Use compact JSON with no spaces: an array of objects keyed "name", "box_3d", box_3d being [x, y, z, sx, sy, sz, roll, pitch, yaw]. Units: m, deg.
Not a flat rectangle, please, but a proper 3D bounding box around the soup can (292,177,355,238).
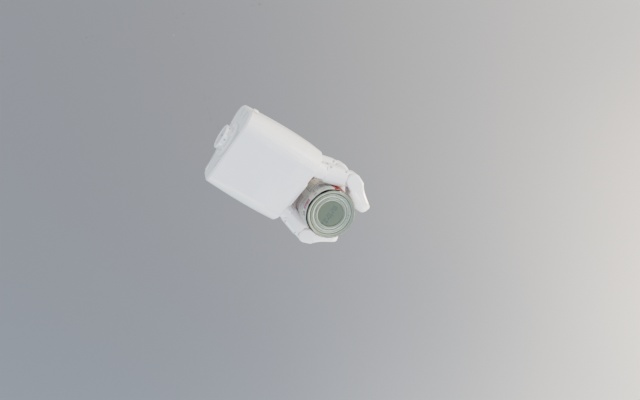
[{"name":"soup can","box_3d":[0.001,0.003,0.656,0.068,0.068,0.102,0,18,-17]}]
